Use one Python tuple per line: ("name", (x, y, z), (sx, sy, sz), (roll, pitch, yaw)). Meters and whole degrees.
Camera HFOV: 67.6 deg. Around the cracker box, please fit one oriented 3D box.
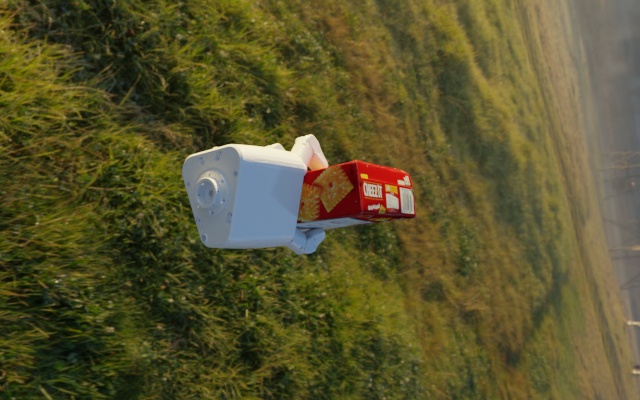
("cracker box", (0.000, 0.002, 0.660), (0.214, 0.072, 0.164), (-9, -8, 33))
